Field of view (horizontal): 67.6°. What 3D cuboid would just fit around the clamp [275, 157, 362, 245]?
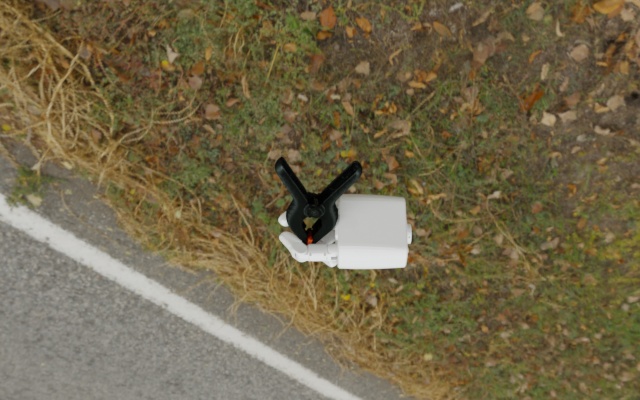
[{"bbox_3d":[0.000,0.003,0.703,0.120,0.039,0.172,0,-44,3],"label":"clamp"}]
